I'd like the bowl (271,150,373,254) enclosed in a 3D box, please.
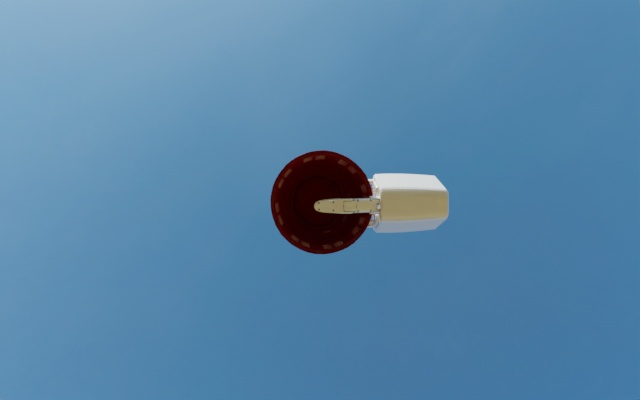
[{"bbox_3d":[-0.001,0.002,0.765,0.162,0.162,0.055,0,2,-8],"label":"bowl"}]
